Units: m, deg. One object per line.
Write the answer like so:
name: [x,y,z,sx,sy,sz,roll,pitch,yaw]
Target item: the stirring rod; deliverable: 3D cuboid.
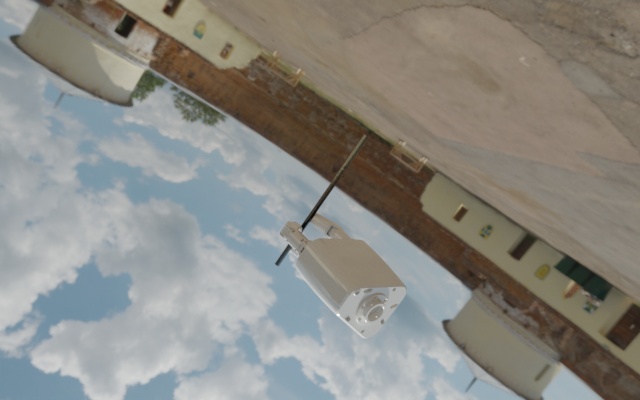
stirring rod: [0.000,0.002,0.723,0.011,0.239,0.011,34,9,-6]
